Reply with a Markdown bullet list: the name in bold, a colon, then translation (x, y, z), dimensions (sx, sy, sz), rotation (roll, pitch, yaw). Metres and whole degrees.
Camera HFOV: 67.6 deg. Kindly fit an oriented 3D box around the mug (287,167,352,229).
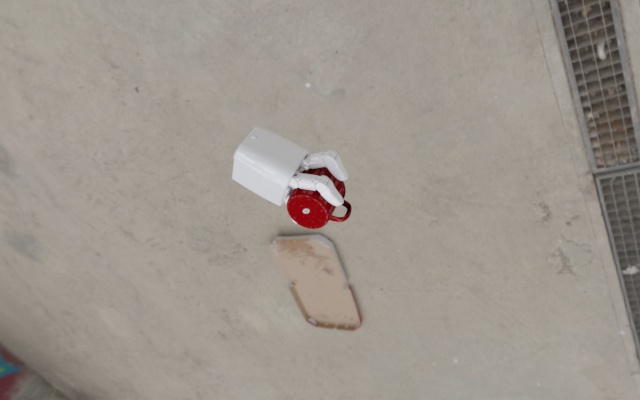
- **mug**: translation (0.001, 0.004, 0.864), dimensions (0.117, 0.093, 0.081), rotation (28, 45, 1)
